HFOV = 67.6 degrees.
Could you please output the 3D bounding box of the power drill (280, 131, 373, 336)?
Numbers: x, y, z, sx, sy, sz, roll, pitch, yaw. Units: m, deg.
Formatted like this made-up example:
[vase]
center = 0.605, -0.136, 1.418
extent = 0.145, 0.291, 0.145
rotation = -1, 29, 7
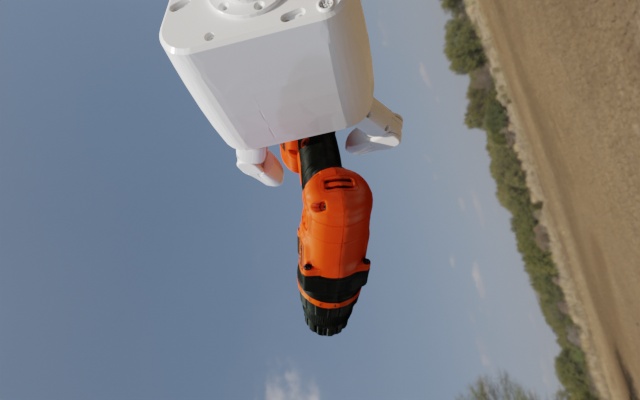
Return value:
[power drill]
center = 0.000, 0.001, 0.411
extent = 0.057, 0.187, 0.185
rotation = -4, -42, -9
